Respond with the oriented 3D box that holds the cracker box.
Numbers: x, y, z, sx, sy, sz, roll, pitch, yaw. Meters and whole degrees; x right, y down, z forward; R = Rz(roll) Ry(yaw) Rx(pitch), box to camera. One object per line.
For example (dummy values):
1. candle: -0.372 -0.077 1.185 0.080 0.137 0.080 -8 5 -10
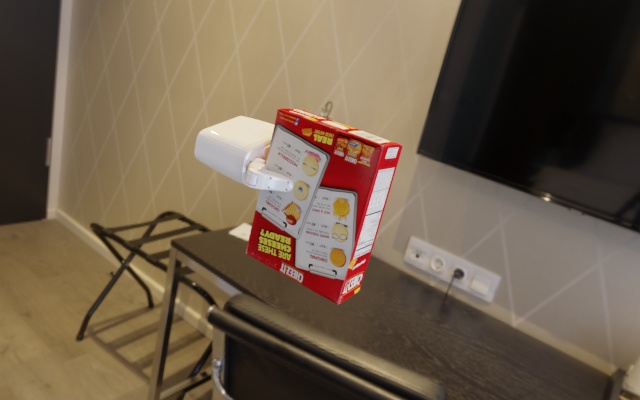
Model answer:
1. cracker box: 0.000 0.002 0.638 0.164 0.214 0.072 24 20 29
